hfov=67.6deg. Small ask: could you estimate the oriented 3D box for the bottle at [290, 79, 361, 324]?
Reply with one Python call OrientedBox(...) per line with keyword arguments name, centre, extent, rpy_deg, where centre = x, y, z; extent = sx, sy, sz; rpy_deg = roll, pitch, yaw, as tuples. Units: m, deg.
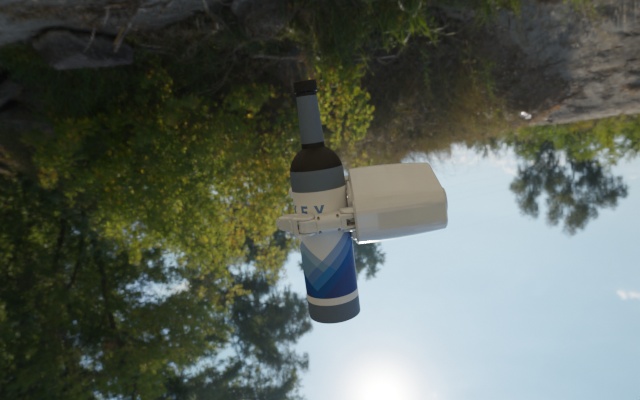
OrientedBox(name="bottle", centre=(0.000, 0.002, 0.592), extent=(0.069, 0.296, 0.069), rpy_deg=(-7, 11, 1))
